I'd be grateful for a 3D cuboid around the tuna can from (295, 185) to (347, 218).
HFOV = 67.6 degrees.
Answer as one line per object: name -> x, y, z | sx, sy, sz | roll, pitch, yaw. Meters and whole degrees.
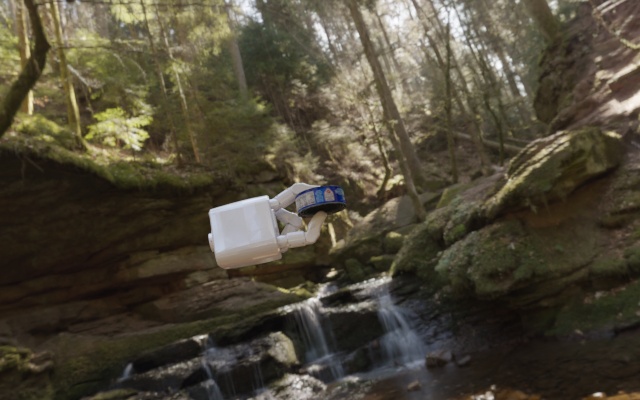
tuna can -> 0.000, 0.002, 0.822 | 0.086, 0.033, 0.086 | -10, -15, -3
